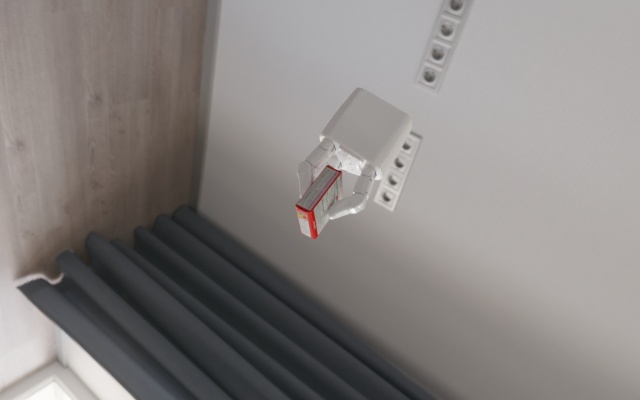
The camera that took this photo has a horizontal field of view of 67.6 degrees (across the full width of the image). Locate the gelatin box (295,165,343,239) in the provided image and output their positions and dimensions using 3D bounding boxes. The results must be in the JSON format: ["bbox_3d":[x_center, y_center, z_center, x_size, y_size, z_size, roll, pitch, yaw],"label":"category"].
[{"bbox_3d":[0.000,0.003,0.719,0.030,0.089,0.073,24,-30,21],"label":"gelatin box"}]
